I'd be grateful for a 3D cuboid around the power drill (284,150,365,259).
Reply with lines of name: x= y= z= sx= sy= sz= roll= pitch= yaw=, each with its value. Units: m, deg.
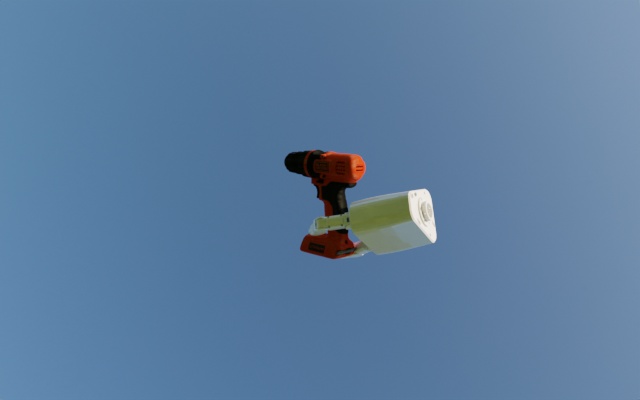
power drill: x=0.000 y=0.003 z=0.862 sx=0.057 sy=0.188 sz=0.184 roll=-10 pitch=13 yaw=-42
